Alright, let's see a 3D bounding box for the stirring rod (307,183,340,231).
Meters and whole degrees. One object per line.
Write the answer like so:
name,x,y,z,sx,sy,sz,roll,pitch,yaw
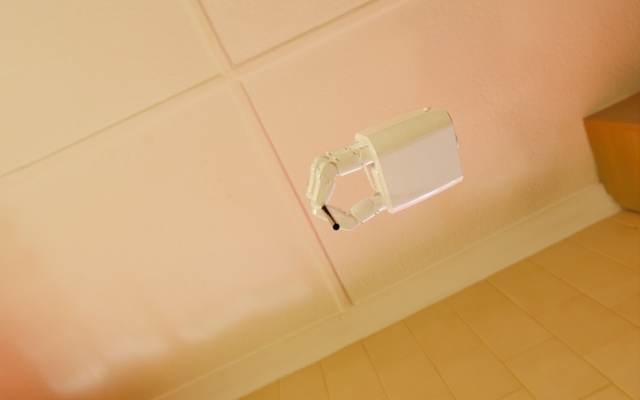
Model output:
stirring rod,0.000,0.002,0.621,0.011,0.011,0.239,0,12,-8
